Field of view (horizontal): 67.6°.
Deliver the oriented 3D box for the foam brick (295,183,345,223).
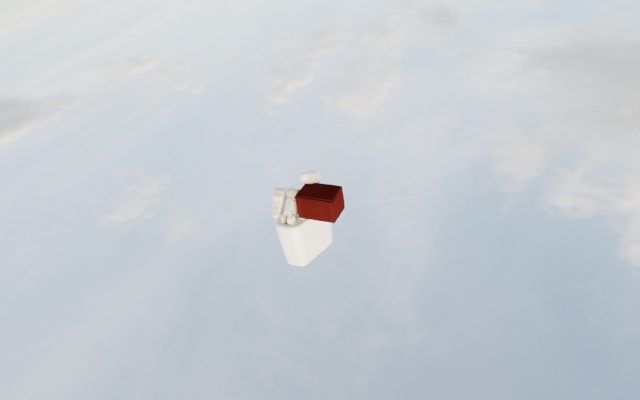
[{"bbox_3d":[0.000,0.003,0.898,0.078,0.051,0.053,8,38,25],"label":"foam brick"}]
